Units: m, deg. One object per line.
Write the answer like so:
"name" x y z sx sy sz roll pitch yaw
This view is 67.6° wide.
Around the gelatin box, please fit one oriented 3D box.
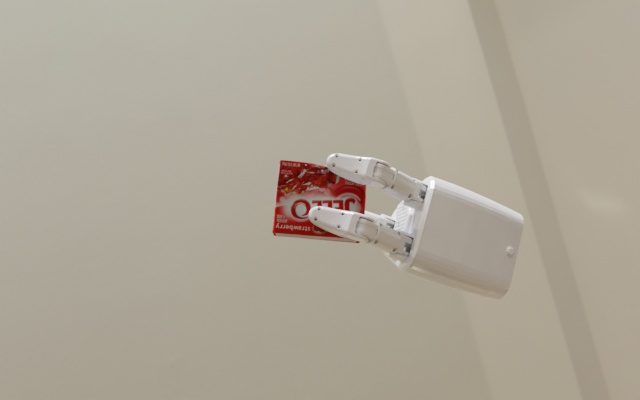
"gelatin box" 0.000 0.002 0.473 0.089 0.073 0.030 5 -12 -2
